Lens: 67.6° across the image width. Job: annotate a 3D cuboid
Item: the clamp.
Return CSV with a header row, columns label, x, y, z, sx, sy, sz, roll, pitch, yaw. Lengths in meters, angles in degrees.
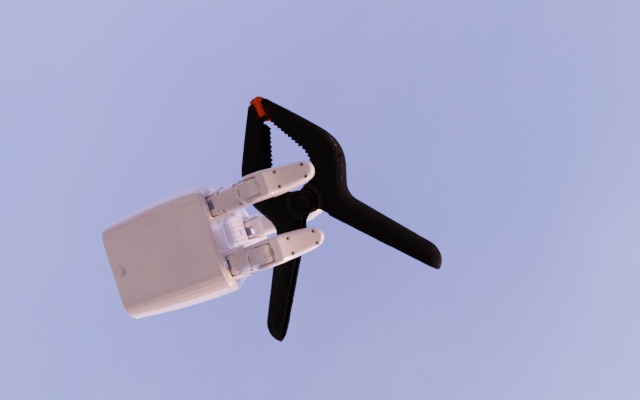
label,x,y,z,sx,sy,sz,roll,pitch,yaw
clamp,0.000,0.001,0.421,0.164,0.210,0.036,-20,-3,8
